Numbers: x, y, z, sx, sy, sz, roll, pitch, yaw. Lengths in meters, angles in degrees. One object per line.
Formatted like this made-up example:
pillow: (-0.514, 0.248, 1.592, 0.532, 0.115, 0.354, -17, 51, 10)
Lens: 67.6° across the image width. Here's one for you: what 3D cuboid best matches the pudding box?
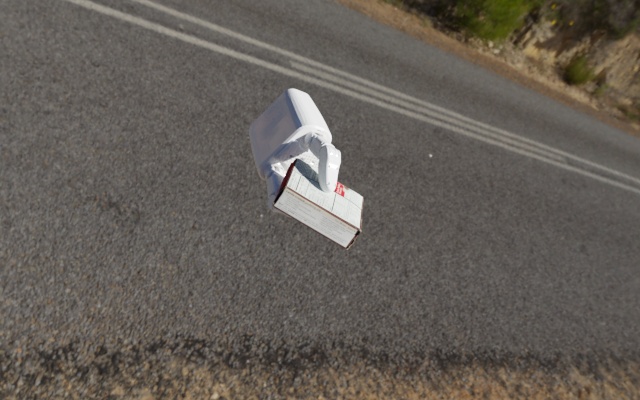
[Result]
pudding box: (0.000, 0.002, 0.619, 0.113, 0.039, 0.090, 29, 29, -8)
